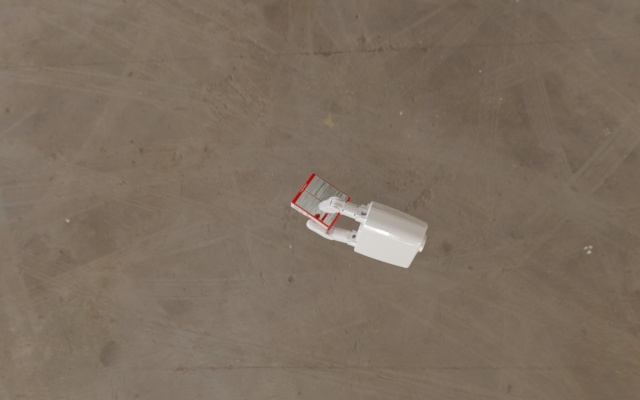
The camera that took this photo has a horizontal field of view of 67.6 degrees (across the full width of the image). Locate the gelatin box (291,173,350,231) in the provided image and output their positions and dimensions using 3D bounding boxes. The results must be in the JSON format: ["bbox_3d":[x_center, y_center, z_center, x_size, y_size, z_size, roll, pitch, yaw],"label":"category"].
[{"bbox_3d":[0.000,0.003,0.898,0.089,0.073,0.030,34,-16,5],"label":"gelatin box"}]
